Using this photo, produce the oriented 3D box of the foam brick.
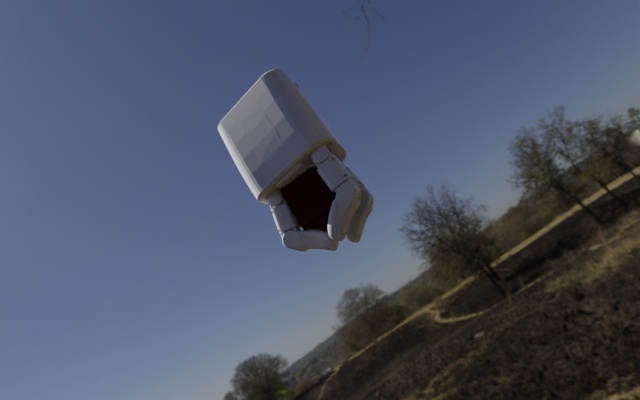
[{"bbox_3d":[0.000,0.002,0.542,0.053,0.051,0.078,-35,-16,8],"label":"foam brick"}]
